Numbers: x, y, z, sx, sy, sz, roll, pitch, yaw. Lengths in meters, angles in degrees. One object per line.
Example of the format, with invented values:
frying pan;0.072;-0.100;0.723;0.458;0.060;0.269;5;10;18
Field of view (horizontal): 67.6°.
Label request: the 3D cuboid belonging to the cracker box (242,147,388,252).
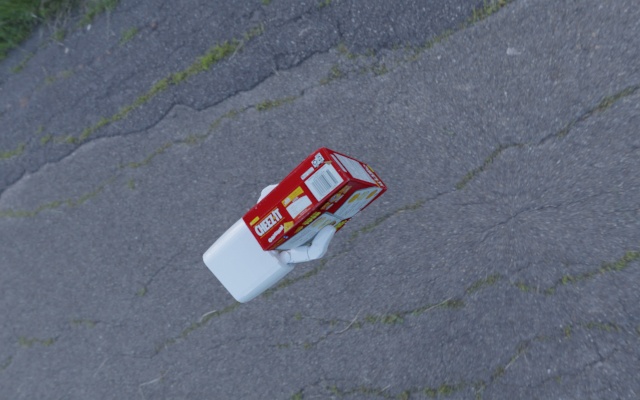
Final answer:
cracker box;0.000;0.003;0.756;0.164;0.072;0.214;-41;-16;16
